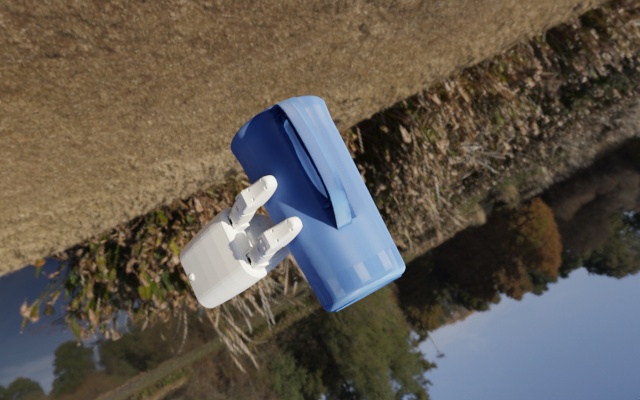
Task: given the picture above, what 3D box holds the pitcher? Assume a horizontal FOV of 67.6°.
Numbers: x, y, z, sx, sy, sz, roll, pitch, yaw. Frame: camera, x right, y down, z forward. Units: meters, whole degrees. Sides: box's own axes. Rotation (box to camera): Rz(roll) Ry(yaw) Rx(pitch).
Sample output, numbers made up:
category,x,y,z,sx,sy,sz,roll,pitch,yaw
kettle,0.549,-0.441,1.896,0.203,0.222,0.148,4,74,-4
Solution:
category,x,y,z,sx,sy,sz,roll,pitch,yaw
pitcher,0.000,0.002,0.572,0.145,0.242,0.149,-36,-15,29
